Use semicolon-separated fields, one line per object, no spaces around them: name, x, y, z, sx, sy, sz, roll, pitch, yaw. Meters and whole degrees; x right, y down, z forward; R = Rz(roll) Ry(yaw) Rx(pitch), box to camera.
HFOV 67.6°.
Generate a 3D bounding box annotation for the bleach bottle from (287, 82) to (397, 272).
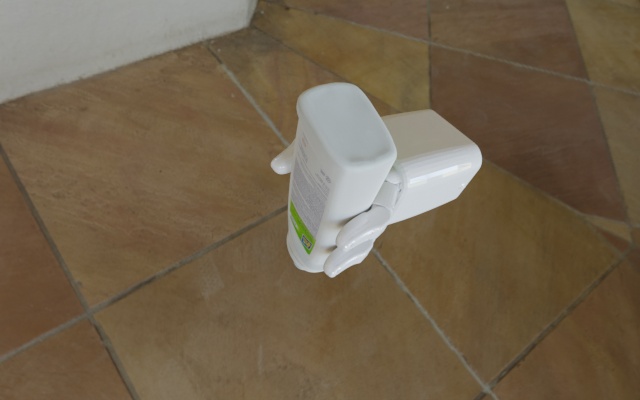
bleach bottle;0.000;0.002;0.507;0.068;0.102;0.251;-17;-27;-23
